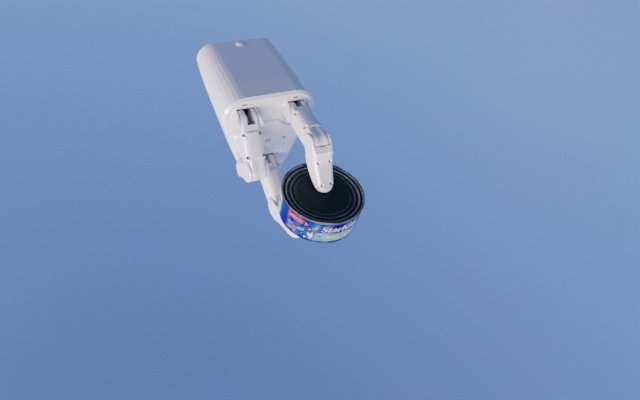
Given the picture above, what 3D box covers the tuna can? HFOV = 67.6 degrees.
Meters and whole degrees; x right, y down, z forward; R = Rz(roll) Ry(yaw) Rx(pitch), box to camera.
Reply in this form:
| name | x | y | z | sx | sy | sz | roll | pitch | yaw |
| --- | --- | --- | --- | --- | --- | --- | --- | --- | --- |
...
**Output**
| name | x | y | z | sx | sy | sz | roll | pitch | yaw |
| --- | --- | --- | --- | --- | --- | --- | --- | --- | --- |
| tuna can | 0.000 | 0.002 | 0.489 | 0.086 | 0.086 | 0.034 | 0 | -43 | -15 |
